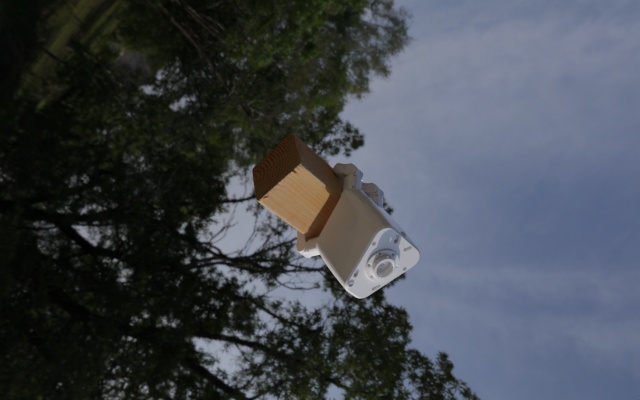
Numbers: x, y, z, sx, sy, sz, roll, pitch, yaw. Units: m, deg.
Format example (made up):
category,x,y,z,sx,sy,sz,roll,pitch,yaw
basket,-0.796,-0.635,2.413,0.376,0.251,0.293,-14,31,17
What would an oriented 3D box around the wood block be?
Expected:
category,x,y,z,sx,sy,sz,roll,pitch,yaw
wood block,0.000,0.003,0.752,0.206,0.091,0.090,39,20,-34
